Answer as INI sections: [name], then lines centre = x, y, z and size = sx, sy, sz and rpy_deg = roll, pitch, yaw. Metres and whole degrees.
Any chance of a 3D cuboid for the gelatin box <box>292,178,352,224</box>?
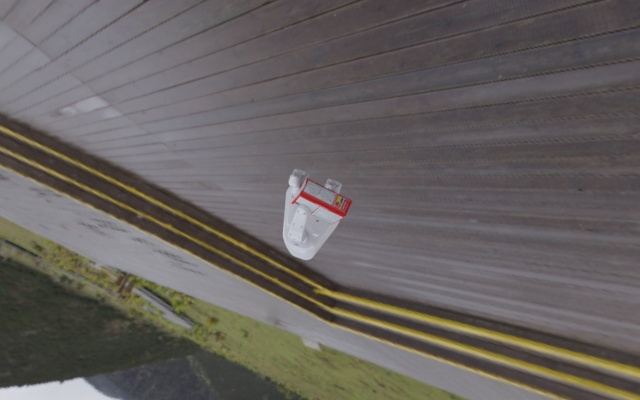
[gelatin box]
centre = 0.000, 0.003, 0.707
size = 0.073, 0.030, 0.089
rpy_deg = 27, -13, -6
